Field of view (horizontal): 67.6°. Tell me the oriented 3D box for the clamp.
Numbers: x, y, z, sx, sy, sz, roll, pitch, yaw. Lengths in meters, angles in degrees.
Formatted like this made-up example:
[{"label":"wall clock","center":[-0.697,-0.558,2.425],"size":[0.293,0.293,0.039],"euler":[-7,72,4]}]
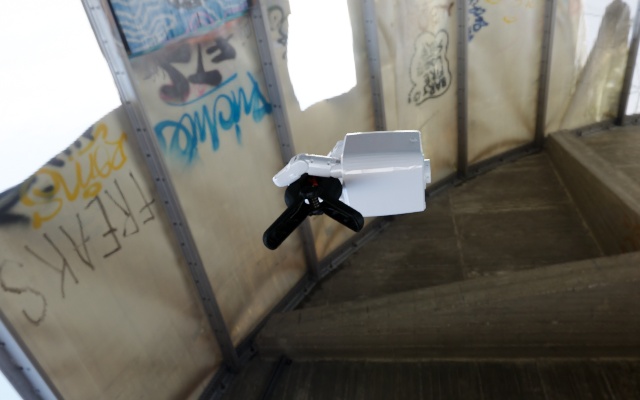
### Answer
[{"label":"clamp","center":[0.000,0.002,0.612],"size":[0.120,0.039,0.171],"euler":[-3,32,11]}]
